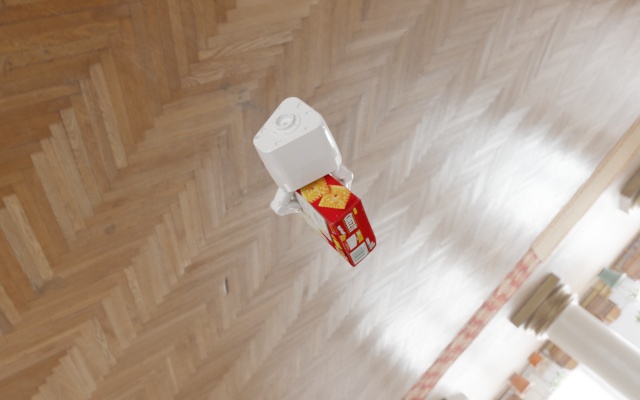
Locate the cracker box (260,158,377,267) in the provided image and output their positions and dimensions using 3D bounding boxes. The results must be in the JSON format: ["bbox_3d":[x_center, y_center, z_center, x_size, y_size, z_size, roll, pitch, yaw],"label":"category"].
[{"bbox_3d":[0.000,0.003,0.879,0.213,0.072,0.164,42,-12,36],"label":"cracker box"}]
